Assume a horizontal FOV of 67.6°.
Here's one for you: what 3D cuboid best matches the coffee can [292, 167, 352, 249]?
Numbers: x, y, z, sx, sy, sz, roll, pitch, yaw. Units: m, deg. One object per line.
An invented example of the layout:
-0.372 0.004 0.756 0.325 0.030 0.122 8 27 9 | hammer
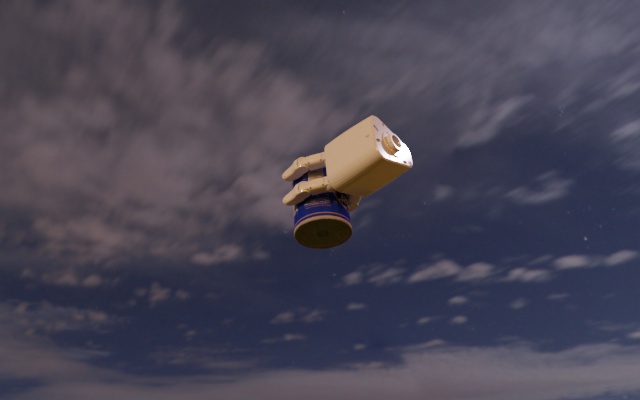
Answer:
0.000 0.003 0.875 0.103 0.140 0.103 -3 -35 -2 | coffee can
